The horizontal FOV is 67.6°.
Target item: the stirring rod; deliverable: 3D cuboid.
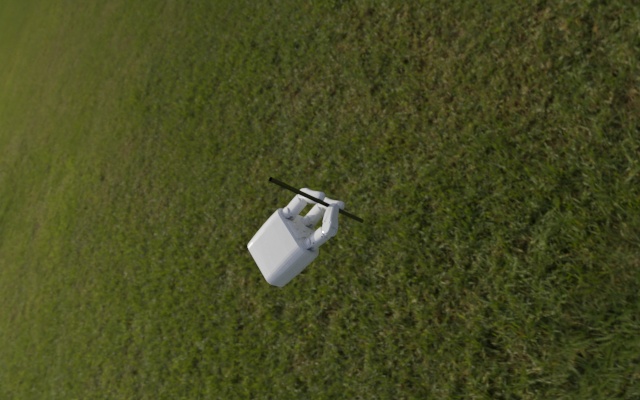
[{"bbox_3d":[0.000,0.003,0.861,0.011,0.011,0.239,0,-18,46],"label":"stirring rod"}]
